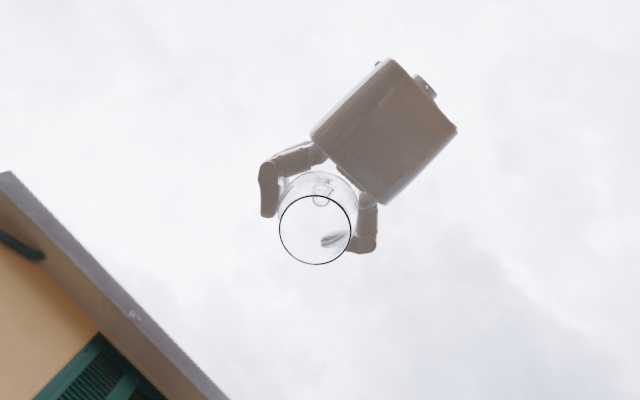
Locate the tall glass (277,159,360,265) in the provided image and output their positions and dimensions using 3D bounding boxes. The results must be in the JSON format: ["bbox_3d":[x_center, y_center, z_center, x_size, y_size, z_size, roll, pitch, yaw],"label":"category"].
[{"bbox_3d":[0.000,0.002,0.493,0.079,0.079,0.201,0,14,3],"label":"tall glass"}]
